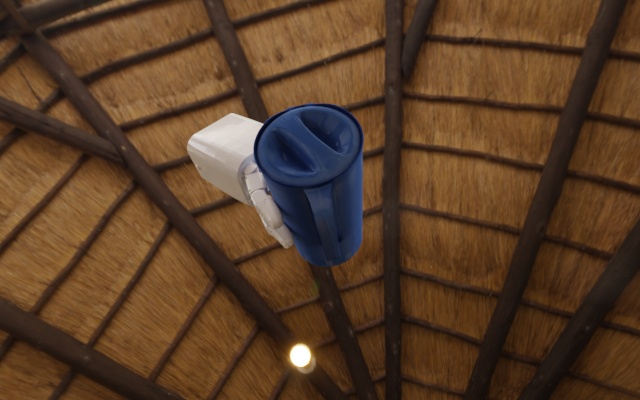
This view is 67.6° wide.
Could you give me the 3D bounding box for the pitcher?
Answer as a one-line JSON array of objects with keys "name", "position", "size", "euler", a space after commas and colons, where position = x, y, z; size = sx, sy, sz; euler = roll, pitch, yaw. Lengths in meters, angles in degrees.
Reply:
[{"name": "pitcher", "position": [0.000, 0.002, 0.657], "size": [0.145, 0.149, 0.243], "euler": [25, -27, 24]}]
